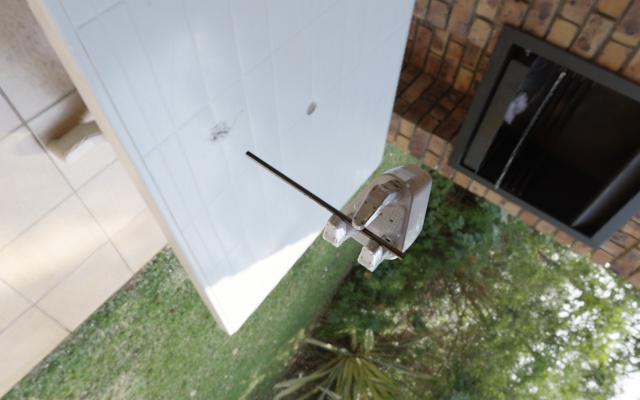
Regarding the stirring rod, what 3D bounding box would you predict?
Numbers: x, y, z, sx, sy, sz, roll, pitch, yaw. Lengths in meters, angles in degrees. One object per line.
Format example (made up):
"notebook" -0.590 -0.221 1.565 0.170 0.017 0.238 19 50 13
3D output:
"stirring rod" 0.000 0.002 0.584 0.239 0.011 0.011 34 11 18
